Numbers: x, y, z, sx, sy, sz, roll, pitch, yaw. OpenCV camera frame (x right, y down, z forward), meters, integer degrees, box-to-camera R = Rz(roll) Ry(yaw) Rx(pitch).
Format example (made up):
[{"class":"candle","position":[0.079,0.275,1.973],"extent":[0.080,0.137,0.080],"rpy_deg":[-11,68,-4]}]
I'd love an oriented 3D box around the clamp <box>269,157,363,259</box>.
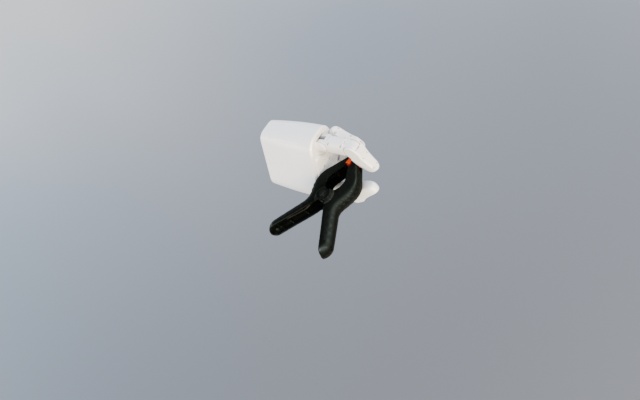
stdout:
[{"class":"clamp","position":[0.000,0.002,0.711],"extent":[0.120,0.171,0.039],"rpy_deg":[14,-31,32]}]
